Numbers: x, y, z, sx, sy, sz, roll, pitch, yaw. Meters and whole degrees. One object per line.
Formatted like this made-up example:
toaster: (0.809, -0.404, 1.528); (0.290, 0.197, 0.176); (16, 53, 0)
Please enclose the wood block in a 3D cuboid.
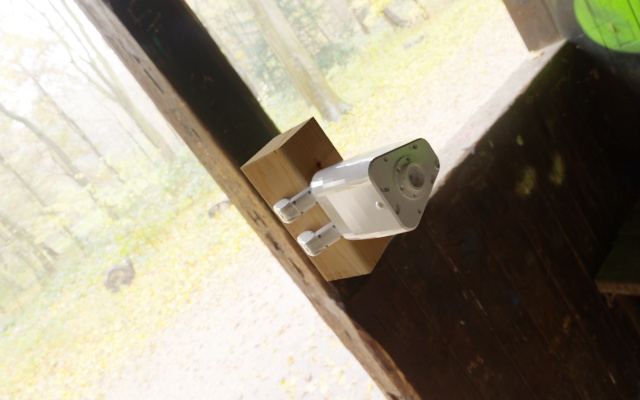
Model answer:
wood block: (0.000, 0.002, 0.664); (0.090, 0.206, 0.090); (-20, 22, 44)
